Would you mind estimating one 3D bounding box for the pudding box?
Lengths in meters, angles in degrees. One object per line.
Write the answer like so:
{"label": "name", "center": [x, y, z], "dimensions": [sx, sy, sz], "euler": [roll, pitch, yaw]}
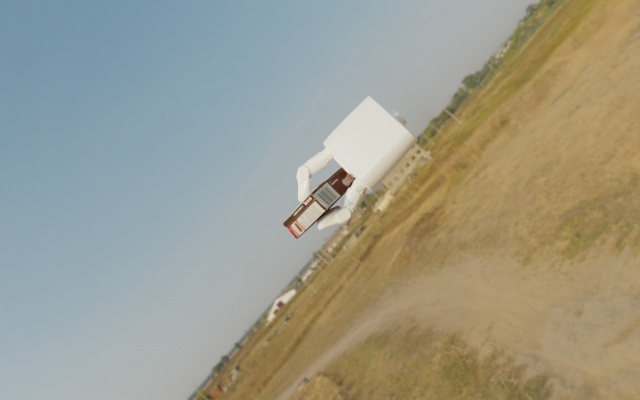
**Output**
{"label": "pudding box", "center": [0.000, 0.002, 0.774], "dimensions": [0.090, 0.039, 0.113], "euler": [-47, -4, 39]}
